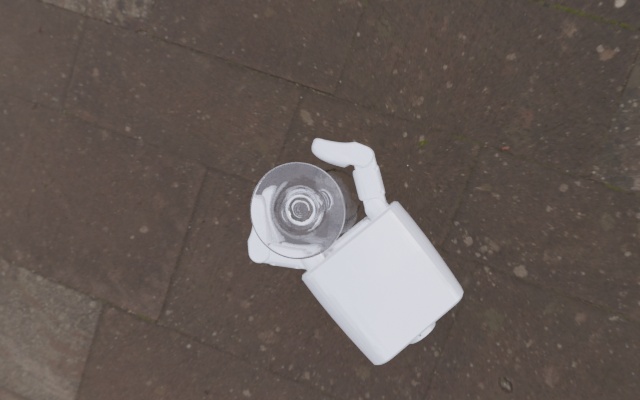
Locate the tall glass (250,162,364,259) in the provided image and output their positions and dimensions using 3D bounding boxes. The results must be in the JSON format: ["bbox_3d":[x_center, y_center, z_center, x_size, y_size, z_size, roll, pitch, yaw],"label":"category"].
[{"bbox_3d":[0.000,0.001,0.459,0.079,0.079,0.201,0,4,10],"label":"tall glass"}]
